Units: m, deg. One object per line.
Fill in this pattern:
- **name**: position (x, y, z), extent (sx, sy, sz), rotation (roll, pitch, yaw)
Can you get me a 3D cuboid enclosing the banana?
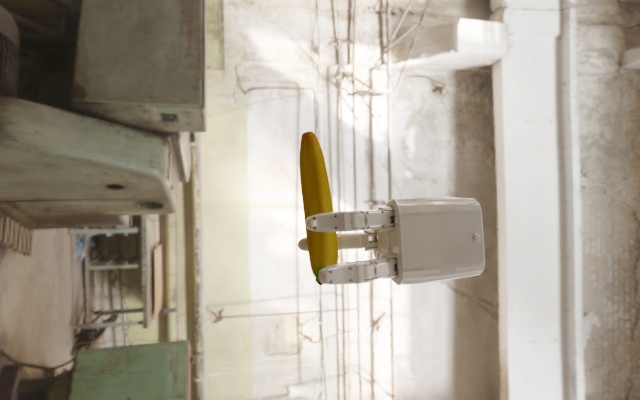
- **banana**: position (-0.001, 0.013, 0.574), extent (0.037, 0.197, 0.070), rotation (-4, -27, -7)
